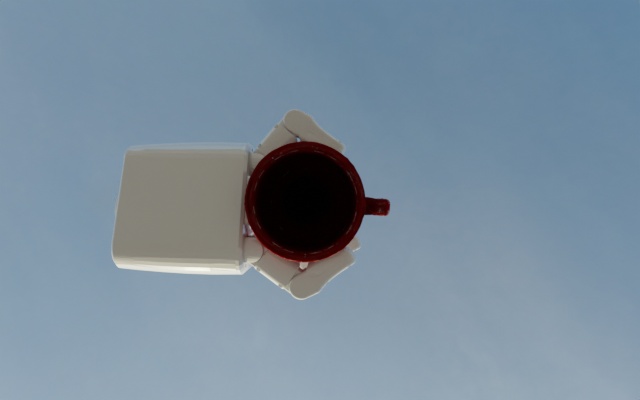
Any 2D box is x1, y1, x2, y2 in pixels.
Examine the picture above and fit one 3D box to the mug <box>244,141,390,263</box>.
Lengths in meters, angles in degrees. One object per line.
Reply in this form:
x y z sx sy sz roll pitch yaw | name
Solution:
0.002 0.001 0.405 0.117 0.093 0.081 1 0 0 | mug
